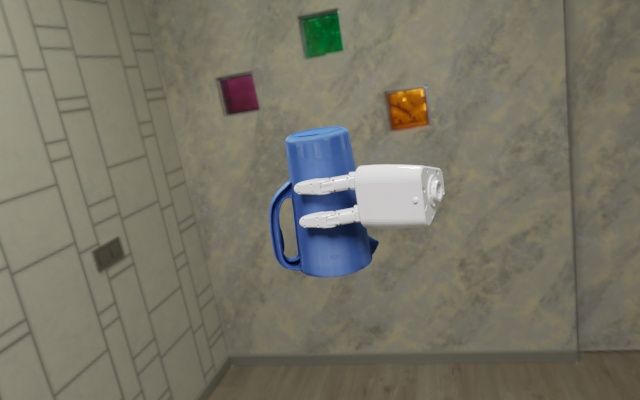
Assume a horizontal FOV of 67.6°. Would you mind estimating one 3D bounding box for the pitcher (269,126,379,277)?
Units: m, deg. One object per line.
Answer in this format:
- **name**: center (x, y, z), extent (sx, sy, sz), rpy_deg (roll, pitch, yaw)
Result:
- **pitcher**: center (0.000, 0.003, 0.822), extent (0.145, 0.243, 0.149), rpy_deg (0, 17, 33)
